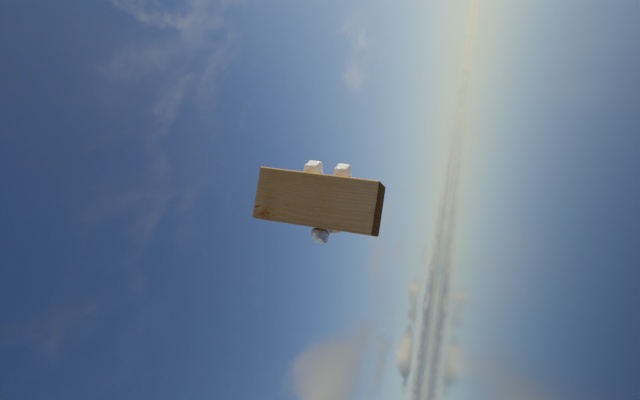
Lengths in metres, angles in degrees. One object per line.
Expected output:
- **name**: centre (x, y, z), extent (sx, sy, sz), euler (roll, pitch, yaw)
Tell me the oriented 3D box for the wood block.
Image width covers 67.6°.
- **wood block**: centre (0.000, 0.003, 0.827), extent (0.206, 0.091, 0.090), euler (7, -4, 15)
